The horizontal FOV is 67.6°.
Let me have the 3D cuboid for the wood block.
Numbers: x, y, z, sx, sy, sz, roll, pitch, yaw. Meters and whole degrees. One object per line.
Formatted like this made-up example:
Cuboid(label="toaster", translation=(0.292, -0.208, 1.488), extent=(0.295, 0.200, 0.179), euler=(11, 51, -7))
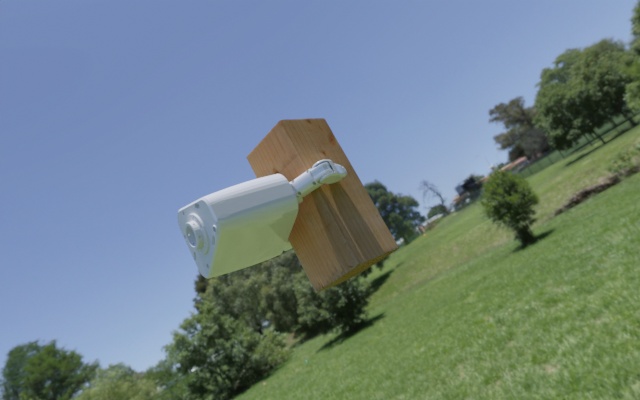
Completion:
Cuboid(label="wood block", translation=(0.000, 0.002, 0.630), extent=(0.090, 0.206, 0.091), euler=(-13, -21, -48))
